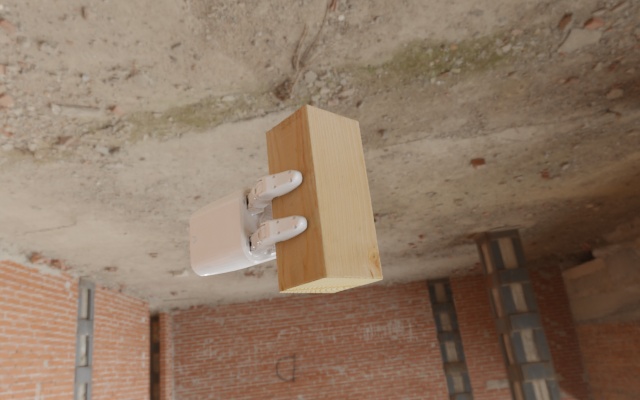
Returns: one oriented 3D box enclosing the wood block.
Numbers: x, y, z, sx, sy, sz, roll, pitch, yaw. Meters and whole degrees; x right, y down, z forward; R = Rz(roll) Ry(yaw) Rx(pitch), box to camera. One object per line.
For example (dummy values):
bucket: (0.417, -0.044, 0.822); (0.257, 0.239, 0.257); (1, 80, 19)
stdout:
wood block: (0.000, 0.002, 0.584); (0.091, 0.206, 0.090); (10, -25, -40)
